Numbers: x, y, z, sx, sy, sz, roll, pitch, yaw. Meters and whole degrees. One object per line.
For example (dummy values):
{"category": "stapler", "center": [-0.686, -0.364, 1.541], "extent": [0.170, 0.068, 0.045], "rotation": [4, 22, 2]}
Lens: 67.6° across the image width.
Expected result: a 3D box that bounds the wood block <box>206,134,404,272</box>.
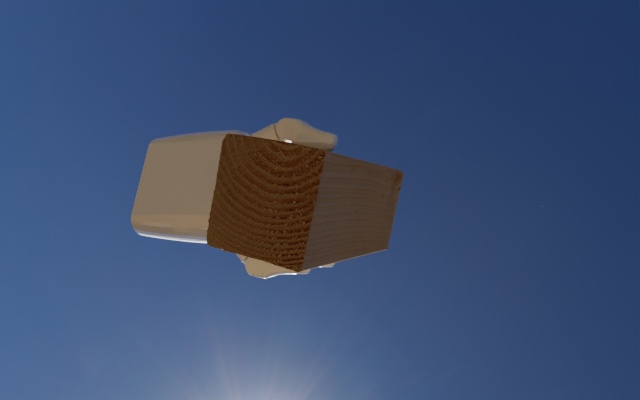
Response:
{"category": "wood block", "center": [0.000, 0.001, 0.443], "extent": [0.090, 0.091, 0.206], "rotation": [12, 5, 24]}
